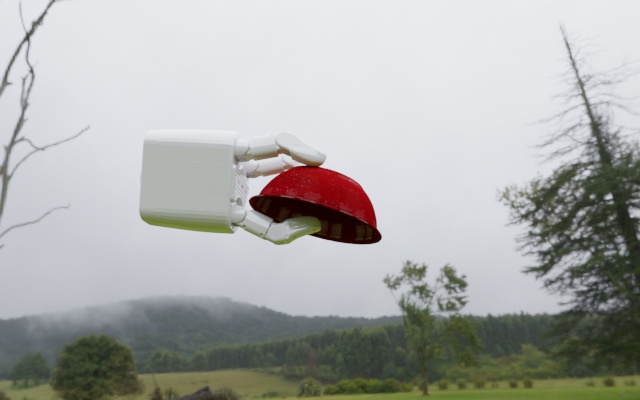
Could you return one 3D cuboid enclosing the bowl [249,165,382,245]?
[{"bbox_3d":[0.001,0.002,0.568,0.162,0.055,0.162,15,-16,4],"label":"bowl"}]
